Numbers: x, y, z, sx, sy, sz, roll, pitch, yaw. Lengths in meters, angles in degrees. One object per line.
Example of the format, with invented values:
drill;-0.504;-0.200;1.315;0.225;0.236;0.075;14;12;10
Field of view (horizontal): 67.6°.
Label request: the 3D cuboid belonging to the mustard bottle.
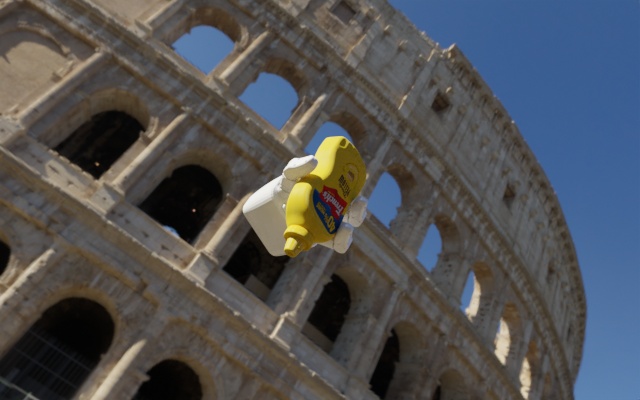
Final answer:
mustard bottle;0.000;0.002;0.682;0.058;0.096;0.191;2;46;36
